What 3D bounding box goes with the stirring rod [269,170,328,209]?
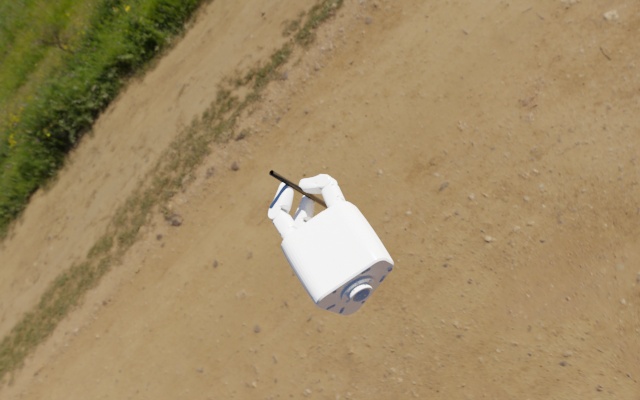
[{"bbox_3d":[0.000,0.002,0.745,0.011,0.011,0.240,0,-20,36],"label":"stirring rod"}]
